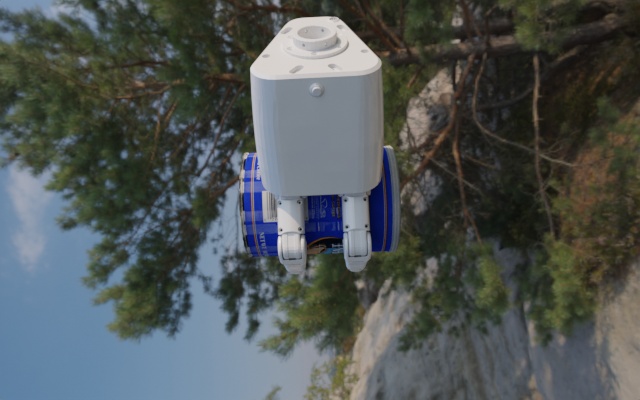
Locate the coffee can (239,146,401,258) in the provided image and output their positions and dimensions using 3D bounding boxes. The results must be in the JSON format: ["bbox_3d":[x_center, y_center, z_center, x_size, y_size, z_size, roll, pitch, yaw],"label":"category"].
[{"bbox_3d":[0.000,0.002,0.462,0.140,0.103,0.103,-3,0,1],"label":"coffee can"}]
